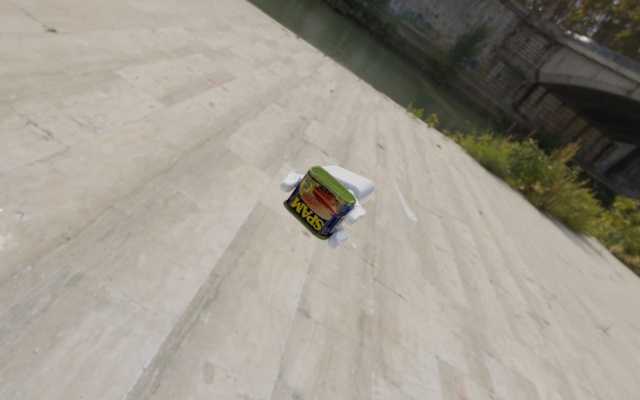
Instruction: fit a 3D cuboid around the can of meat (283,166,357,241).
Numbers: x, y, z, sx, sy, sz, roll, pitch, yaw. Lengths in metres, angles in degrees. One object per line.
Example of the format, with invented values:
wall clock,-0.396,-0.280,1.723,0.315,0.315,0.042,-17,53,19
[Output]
can of meat,0.000,0.002,0.819,0.102,0.084,0.057,43,23,14
